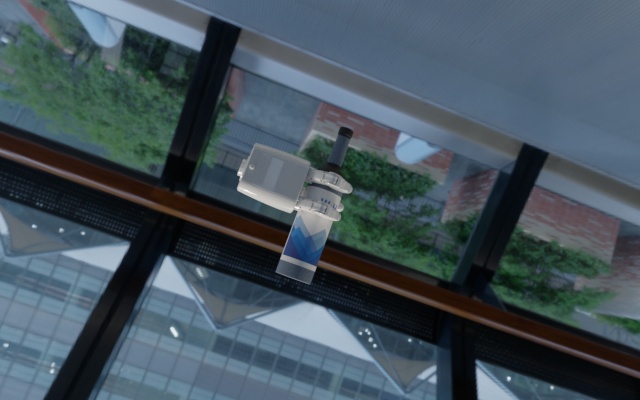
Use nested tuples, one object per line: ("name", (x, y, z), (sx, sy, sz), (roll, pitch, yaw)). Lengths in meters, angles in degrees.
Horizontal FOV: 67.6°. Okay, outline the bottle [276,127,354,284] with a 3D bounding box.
("bottle", (0.000, 0.003, 0.879), (0.069, 0.295, 0.069), (19, -9, 3))
